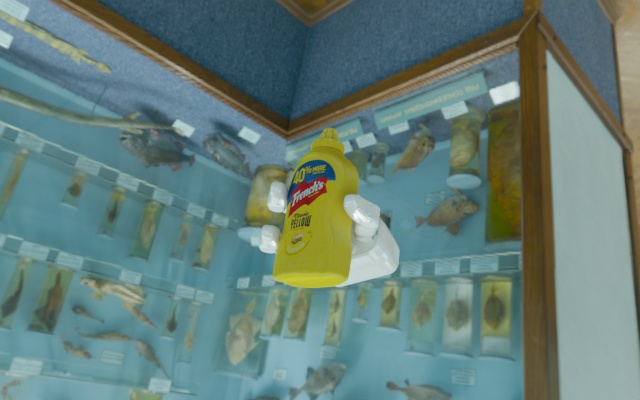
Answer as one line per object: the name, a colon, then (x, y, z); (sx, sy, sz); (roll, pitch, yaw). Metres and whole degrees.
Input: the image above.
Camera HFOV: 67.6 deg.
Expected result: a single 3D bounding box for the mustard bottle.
mustard bottle: (0.000, 0.002, 0.557); (0.058, 0.191, 0.096); (26, -28, -37)
